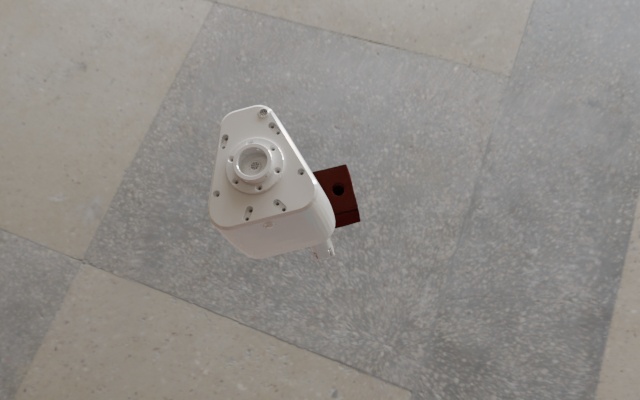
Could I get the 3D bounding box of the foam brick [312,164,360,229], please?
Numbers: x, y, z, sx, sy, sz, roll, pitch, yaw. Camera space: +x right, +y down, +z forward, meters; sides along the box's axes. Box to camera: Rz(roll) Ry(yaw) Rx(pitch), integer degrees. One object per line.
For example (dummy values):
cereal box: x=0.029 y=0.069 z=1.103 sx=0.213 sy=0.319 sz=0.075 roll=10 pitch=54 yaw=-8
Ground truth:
foam brick: x=0.000 y=0.002 z=0.515 sx=0.078 sy=0.053 sz=0.051 roll=-14 pitch=-20 yaw=2
